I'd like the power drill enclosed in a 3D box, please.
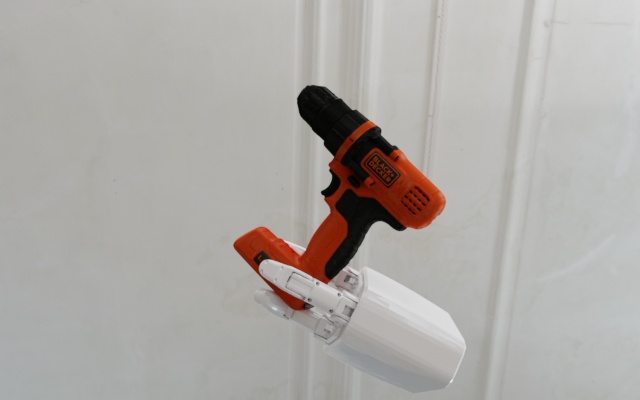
[{"bbox_3d":[0.000,0.002,0.481,0.184,0.188,0.057,45,12,13],"label":"power drill"}]
